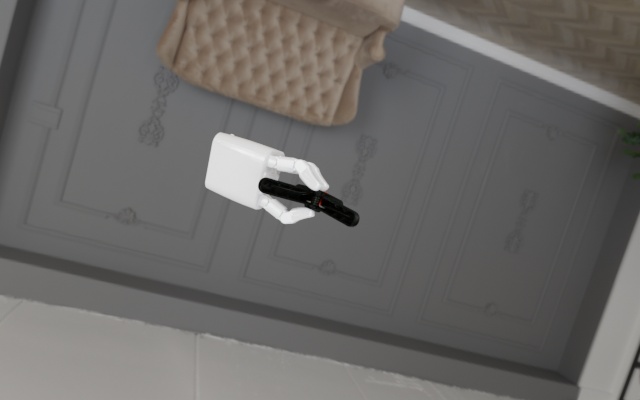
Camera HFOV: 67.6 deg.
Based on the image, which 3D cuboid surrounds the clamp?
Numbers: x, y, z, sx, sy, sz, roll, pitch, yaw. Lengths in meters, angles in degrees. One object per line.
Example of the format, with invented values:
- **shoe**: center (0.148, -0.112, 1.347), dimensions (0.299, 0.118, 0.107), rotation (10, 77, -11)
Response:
- **clamp**: center (0.000, 0.003, 0.812), dimensions (0.164, 0.036, 0.210), rotation (23, 5, 12)
